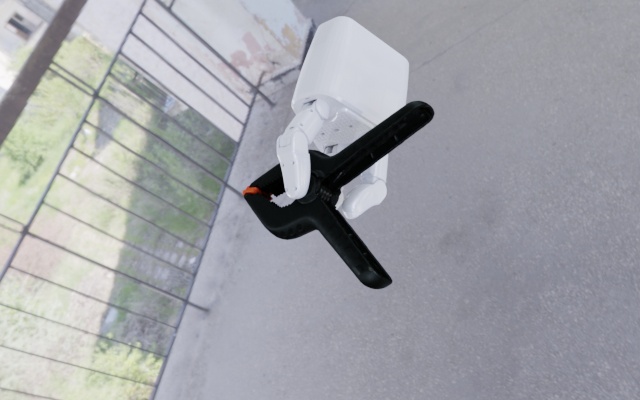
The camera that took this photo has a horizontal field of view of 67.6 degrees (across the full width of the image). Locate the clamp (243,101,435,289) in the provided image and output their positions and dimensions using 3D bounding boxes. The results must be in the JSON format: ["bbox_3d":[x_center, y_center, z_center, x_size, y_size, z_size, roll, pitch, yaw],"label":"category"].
[{"bbox_3d":[-0.001,0.001,0.440,0.210,0.164,0.036,-9,-33,41],"label":"clamp"}]
